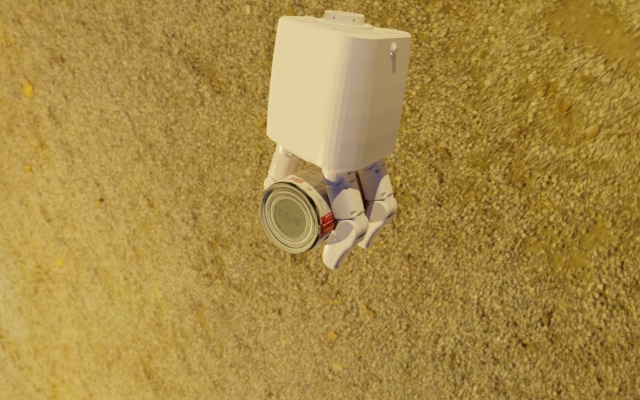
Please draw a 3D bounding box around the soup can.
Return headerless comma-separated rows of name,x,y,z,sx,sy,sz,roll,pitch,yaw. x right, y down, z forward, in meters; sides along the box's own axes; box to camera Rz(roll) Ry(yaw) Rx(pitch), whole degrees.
soup can,0.000,0.002,0.450,0.068,0.068,0.102,0,17,36
